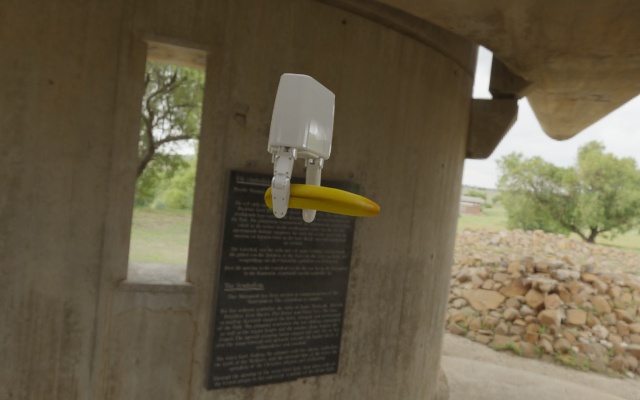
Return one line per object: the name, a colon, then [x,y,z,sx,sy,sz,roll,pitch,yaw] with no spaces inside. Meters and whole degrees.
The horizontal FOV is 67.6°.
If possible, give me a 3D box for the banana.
banana: [-0.012,-0.002,0.706,0.198,0.037,0.070,4,-10,31]
